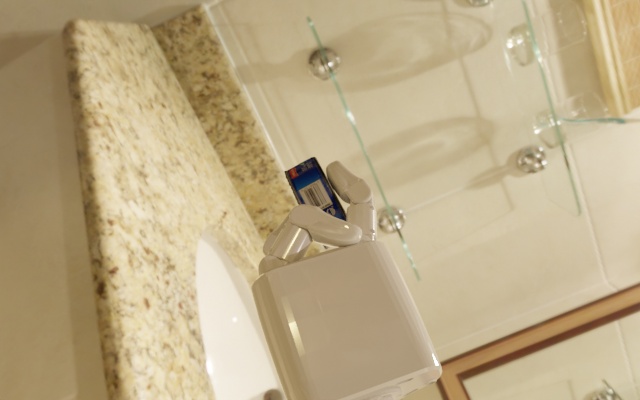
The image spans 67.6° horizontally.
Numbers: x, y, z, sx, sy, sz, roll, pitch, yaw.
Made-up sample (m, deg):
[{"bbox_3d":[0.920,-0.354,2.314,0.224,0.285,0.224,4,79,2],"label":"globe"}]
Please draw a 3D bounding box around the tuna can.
[{"bbox_3d":[0.001,0.001,0.460,0.034,0.086,0.086,-28,-1,2],"label":"tuna can"}]
